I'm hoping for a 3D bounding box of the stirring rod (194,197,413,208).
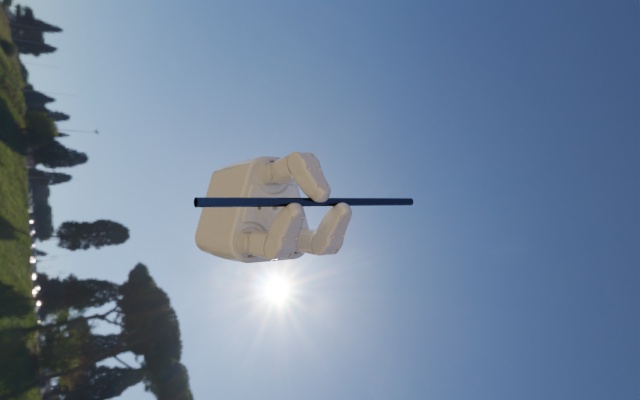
[{"bbox_3d":[0.000,0.001,0.441,0.239,0.011,0.011,0,0,-36],"label":"stirring rod"}]
